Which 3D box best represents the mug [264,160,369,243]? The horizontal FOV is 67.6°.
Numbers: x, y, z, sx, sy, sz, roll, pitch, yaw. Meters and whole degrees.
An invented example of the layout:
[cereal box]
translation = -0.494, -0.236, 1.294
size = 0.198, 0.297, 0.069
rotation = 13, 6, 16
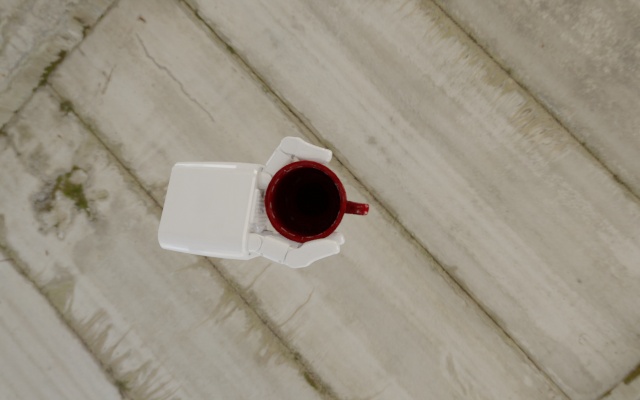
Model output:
[mug]
translation = 0.002, 0.002, 0.572
size = 0.117, 0.093, 0.081
rotation = 6, 2, 9
